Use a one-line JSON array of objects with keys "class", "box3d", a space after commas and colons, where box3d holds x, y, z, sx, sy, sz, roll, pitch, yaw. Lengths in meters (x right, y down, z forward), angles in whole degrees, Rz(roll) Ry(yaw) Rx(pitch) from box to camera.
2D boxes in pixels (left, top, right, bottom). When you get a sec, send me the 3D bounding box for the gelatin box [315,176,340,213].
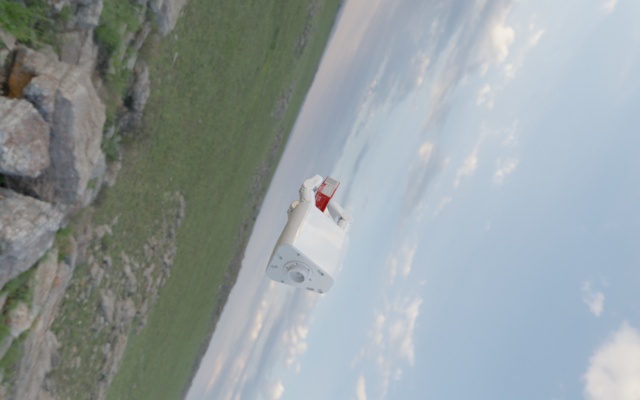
[{"class": "gelatin box", "box3d": [0.001, 0.003, 0.882, 0.030, 0.073, 0.089, 29, 26, 2]}]
